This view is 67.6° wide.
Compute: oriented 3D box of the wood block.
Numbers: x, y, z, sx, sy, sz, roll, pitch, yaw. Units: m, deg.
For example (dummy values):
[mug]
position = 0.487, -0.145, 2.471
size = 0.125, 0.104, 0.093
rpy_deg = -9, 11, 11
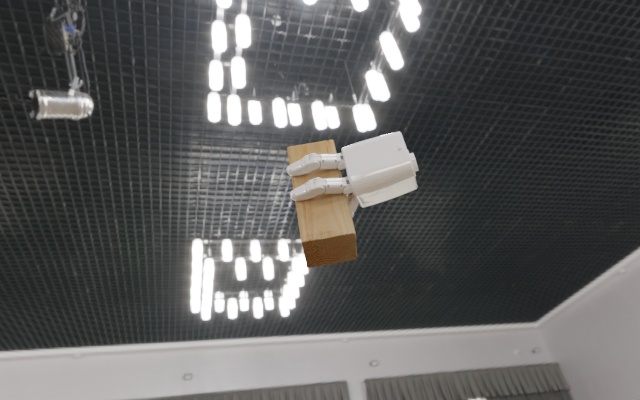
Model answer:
[wood block]
position = 0.001, 0.003, 0.847
size = 0.090, 0.206, 0.091
rpy_deg = -10, -36, -1
